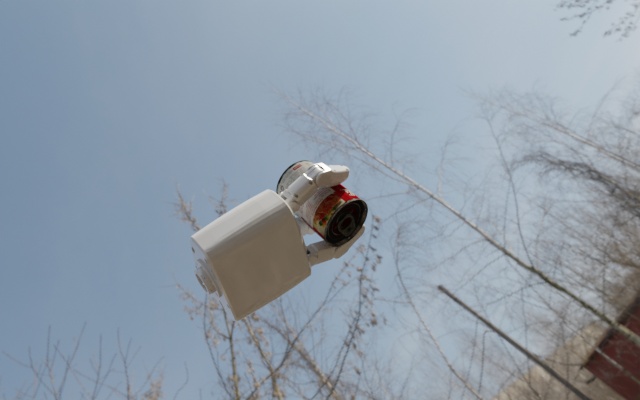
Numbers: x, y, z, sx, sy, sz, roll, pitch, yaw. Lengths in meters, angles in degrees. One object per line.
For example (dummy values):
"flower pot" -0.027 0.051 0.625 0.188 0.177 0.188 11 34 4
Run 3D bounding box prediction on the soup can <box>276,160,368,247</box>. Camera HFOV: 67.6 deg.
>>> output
"soup can" 0.000 0.001 0.598 0.068 0.068 0.102 0 31 -48
